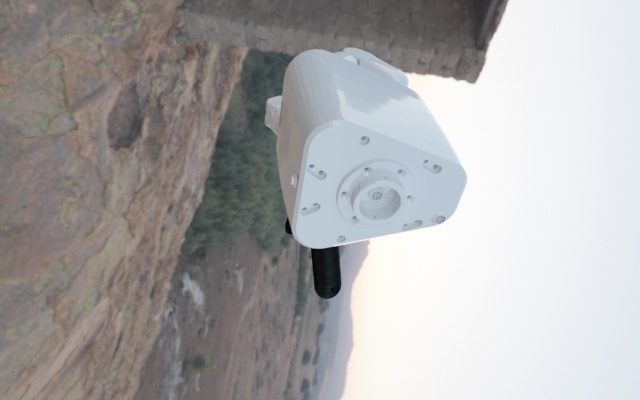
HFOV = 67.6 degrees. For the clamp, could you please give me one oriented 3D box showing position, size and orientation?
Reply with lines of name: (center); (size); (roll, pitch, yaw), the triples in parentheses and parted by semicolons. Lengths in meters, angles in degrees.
clamp: (0.001, 0.001, 0.434); (0.039, 0.172, 0.120); (-11, 43, -22)
